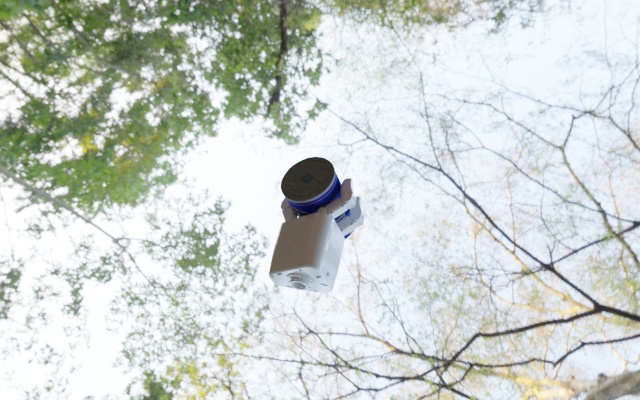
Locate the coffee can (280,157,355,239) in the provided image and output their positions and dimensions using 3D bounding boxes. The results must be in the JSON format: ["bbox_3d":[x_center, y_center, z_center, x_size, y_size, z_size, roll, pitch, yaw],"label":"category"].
[{"bbox_3d":[0.000,0.003,0.887,0.103,0.102,0.140,0,-38,26],"label":"coffee can"}]
